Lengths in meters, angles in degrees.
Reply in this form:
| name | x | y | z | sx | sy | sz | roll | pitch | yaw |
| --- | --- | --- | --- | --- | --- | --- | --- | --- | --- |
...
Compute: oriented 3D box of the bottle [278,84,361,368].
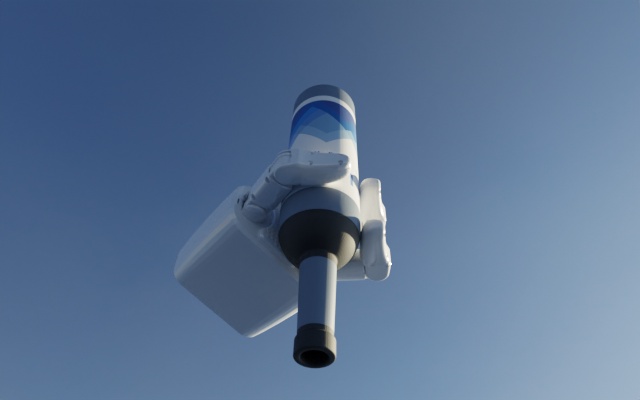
| name | x | y | z | sx | sy | sz | roll | pitch | yaw |
| --- | --- | --- | --- | --- | --- | --- | --- | --- | --- |
| bottle | 0.000 | 0.001 | 0.410 | 0.069 | 0.069 | 0.295 | 0 | 42 | 2 |
